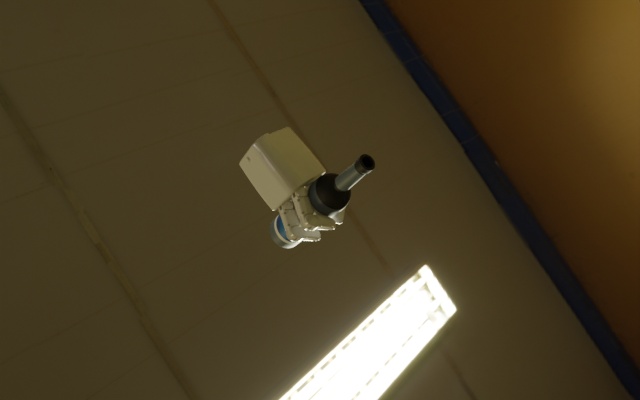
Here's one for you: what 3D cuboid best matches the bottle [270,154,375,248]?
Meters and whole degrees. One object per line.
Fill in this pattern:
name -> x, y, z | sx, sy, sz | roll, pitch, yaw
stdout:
bottle -> 0.000, 0.003, 0.818 | 0.069, 0.069, 0.296 | 0, -24, -31
